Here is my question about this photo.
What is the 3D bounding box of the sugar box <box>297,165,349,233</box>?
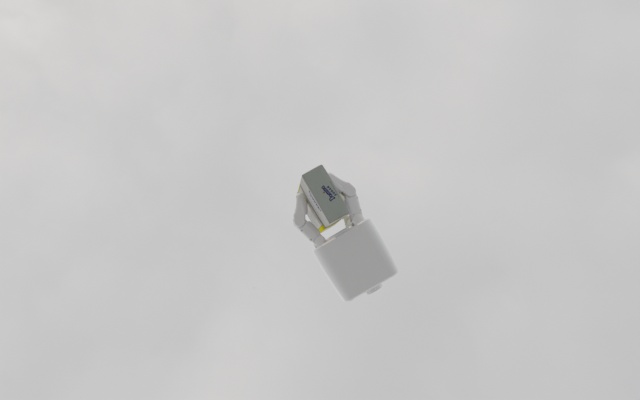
[{"bbox_3d":[0.001,0.003,0.843,0.048,0.093,0.176,-29,-4,-12],"label":"sugar box"}]
